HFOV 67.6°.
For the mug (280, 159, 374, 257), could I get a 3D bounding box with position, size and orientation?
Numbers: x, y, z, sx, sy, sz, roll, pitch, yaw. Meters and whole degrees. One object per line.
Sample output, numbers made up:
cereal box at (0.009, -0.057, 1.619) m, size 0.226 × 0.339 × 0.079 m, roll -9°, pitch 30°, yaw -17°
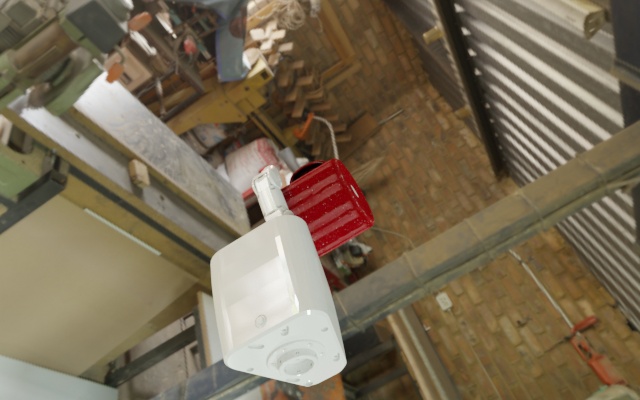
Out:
mug at (0.000, 0.001, 0.508) m, size 0.081 × 0.117 × 0.093 m, roll -31°, pitch -47°, yaw 11°
